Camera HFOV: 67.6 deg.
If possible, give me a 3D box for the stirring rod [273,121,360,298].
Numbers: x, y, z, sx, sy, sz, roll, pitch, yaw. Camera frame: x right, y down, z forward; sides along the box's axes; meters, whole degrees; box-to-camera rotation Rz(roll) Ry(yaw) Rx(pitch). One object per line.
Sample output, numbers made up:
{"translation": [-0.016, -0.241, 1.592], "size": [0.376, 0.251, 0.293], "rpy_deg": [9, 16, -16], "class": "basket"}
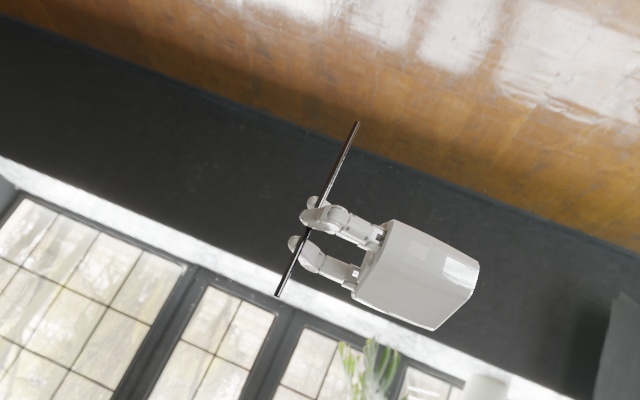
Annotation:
{"translation": [0.000, 0.002, 0.552], "size": [0.011, 0.239, 0.011], "rpy_deg": [20, -25, 10], "class": "stirring rod"}
